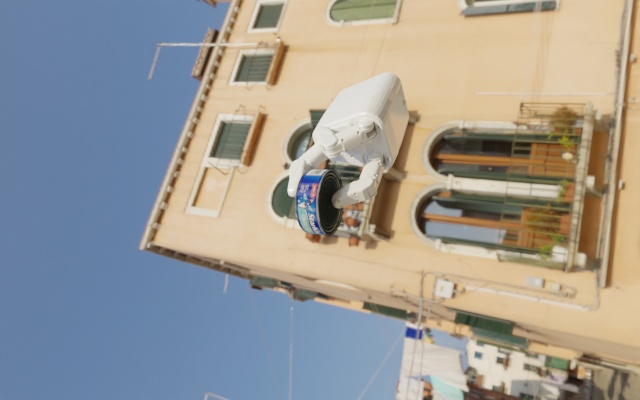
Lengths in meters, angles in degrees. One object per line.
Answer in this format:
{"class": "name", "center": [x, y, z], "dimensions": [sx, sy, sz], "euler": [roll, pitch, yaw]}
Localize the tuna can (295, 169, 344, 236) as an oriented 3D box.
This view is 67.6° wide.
{"class": "tuna can", "center": [0.000, 0.002, 0.622], "dimensions": [0.034, 0.086, 0.086], "euler": [3, 1, 24]}
